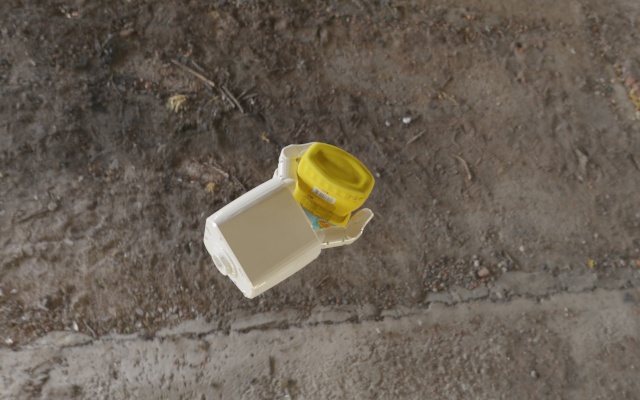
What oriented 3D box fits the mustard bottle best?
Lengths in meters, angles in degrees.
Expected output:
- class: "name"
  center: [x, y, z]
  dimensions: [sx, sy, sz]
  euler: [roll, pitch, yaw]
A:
- class: "mustard bottle"
  center: [0.000, 0.002, 0.672]
  dimensions: [0.096, 0.058, 0.192]
  euler: [31, -31, 0]
